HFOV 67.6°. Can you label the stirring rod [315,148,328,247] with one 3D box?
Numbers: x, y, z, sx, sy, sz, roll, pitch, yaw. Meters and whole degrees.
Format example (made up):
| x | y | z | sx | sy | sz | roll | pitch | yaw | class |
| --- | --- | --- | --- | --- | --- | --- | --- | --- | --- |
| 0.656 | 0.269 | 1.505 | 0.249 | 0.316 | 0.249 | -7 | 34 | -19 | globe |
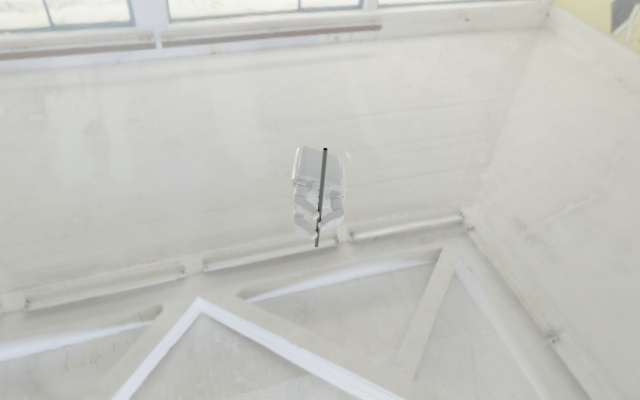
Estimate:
| x | y | z | sx | sy | sz | roll | pitch | yaw | class |
| --- | --- | --- | --- | --- | --- | --- | --- | --- | --- |
| 0.000 | 0.003 | 0.868 | 0.011 | 0.240 | 0.011 | 3 | 43 | -3 | stirring rod |
